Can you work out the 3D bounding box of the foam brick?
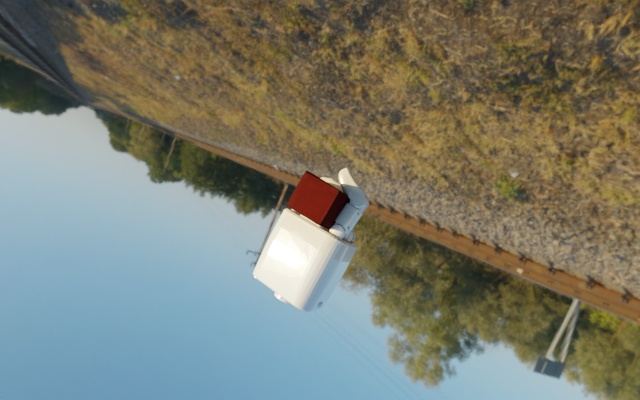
[{"bbox_3d":[0.000,0.002,0.618,0.053,0.051,0.078,32,1,17],"label":"foam brick"}]
